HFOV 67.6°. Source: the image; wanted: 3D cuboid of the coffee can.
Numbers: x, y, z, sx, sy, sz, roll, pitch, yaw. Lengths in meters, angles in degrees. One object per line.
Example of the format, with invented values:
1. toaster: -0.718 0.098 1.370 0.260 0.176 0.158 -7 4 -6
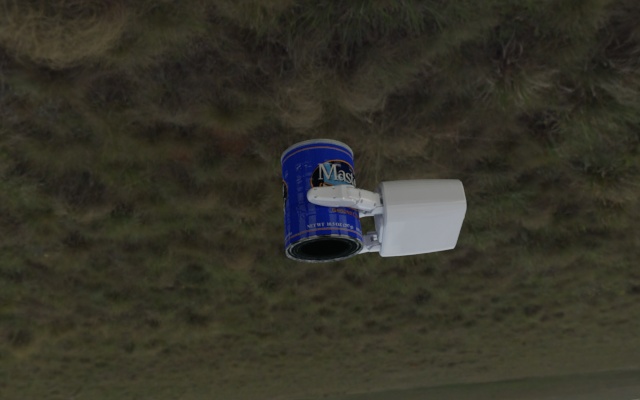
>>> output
1. coffee can: 0.000 0.002 0.649 0.103 0.140 0.103 -4 -24 -2
